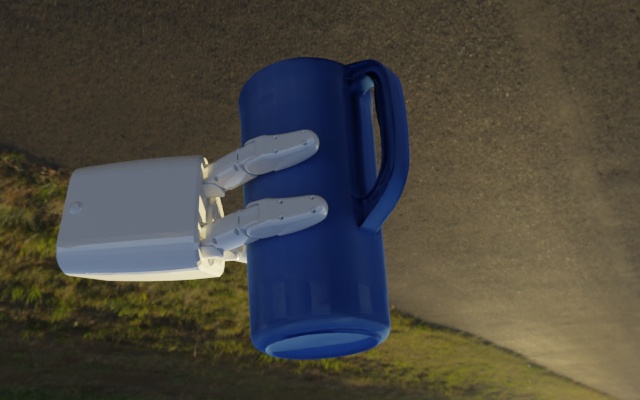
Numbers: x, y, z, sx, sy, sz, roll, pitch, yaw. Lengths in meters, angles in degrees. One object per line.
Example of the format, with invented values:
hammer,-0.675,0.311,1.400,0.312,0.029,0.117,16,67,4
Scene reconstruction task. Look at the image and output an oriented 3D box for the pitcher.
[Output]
pitcher,0.000,0.001,0.413,0.145,0.242,0.149,-3,-29,-2
